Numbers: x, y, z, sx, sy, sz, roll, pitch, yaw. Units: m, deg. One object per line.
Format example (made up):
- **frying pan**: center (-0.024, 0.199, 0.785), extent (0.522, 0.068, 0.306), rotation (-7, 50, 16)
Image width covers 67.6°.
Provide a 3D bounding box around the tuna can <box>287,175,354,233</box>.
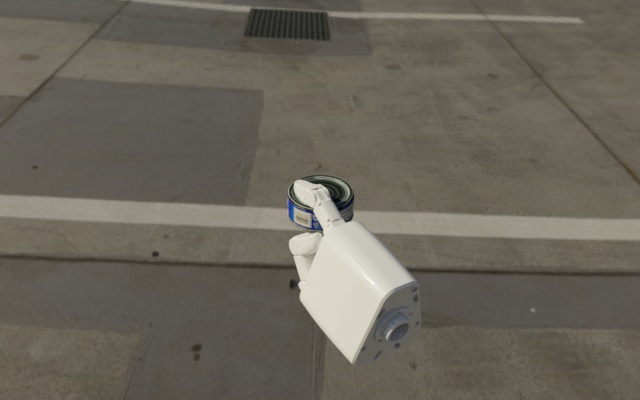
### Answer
- **tuna can**: center (0.000, 0.001, 0.607), extent (0.086, 0.034, 0.086), rotation (1, 34, 0)
